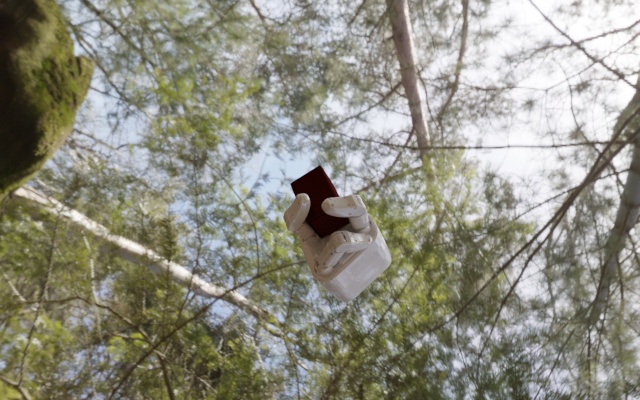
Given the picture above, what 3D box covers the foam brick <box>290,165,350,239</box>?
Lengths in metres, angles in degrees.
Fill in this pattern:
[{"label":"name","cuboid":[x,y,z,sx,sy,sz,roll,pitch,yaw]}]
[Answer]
[{"label":"foam brick","cuboid":[0.000,0.002,0.670,0.053,0.078,0.051,-30,-36,6]}]
